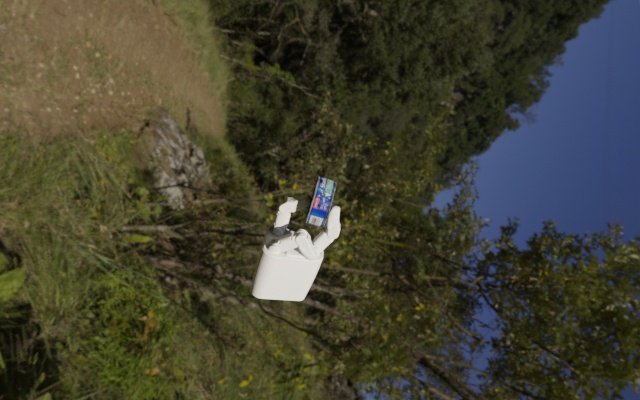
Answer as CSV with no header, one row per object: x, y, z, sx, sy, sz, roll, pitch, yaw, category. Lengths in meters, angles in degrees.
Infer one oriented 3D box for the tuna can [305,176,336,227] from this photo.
0.001,0.003,0.838,0.034,0.086,0.086,16,-1,-3,tuna can
